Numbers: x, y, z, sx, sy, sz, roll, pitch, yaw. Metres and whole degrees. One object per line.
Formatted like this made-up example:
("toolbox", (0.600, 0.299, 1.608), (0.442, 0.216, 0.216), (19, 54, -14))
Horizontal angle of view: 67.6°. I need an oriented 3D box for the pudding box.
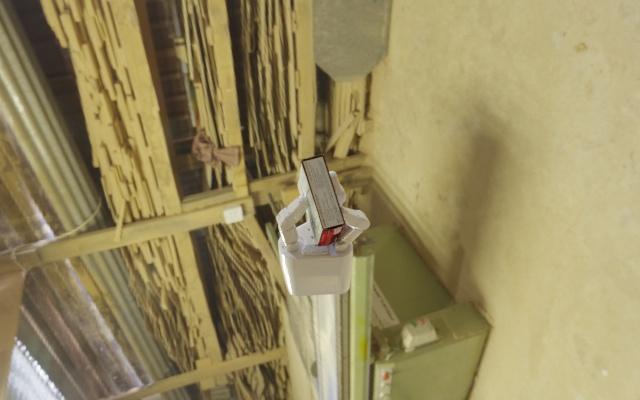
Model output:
("pudding box", (0.000, 0.002, 0.704), (0.039, 0.113, 0.090), (-15, -17, -12))
